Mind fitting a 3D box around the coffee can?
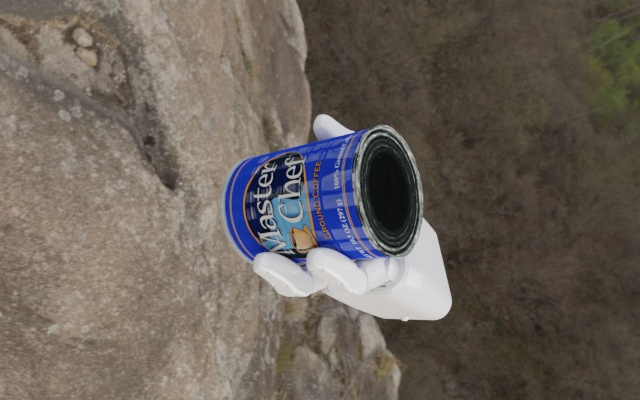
[{"bbox_3d":[0.000,0.001,0.403,0.140,0.103,0.103,-9,-5,37],"label":"coffee can"}]
